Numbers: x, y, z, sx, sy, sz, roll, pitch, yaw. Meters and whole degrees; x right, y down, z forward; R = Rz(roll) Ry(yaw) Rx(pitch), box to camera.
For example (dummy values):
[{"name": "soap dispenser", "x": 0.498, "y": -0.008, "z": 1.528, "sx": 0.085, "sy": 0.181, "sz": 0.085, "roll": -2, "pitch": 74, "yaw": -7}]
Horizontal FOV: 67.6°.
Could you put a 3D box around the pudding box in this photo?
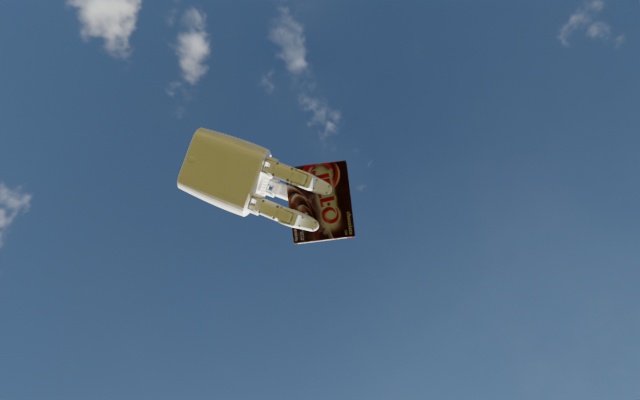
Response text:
[{"name": "pudding box", "x": 0.000, "y": 0.002, "z": 0.694, "sx": 0.090, "sy": 0.113, "sz": 0.039, "roll": -7, "pitch": 0, "yaw": 4}]
